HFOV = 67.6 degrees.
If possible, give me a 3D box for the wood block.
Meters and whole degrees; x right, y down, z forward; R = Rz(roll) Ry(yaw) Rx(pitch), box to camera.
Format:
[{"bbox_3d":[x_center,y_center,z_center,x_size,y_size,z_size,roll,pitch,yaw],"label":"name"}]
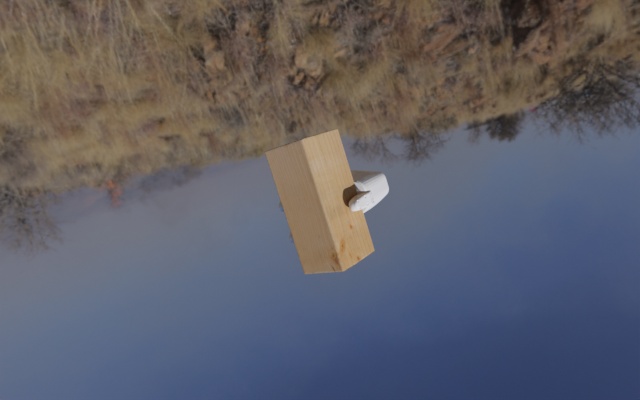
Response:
[{"bbox_3d":[0.001,0.002,0.759,0.091,0.206,0.090,-12,8,43],"label":"wood block"}]
